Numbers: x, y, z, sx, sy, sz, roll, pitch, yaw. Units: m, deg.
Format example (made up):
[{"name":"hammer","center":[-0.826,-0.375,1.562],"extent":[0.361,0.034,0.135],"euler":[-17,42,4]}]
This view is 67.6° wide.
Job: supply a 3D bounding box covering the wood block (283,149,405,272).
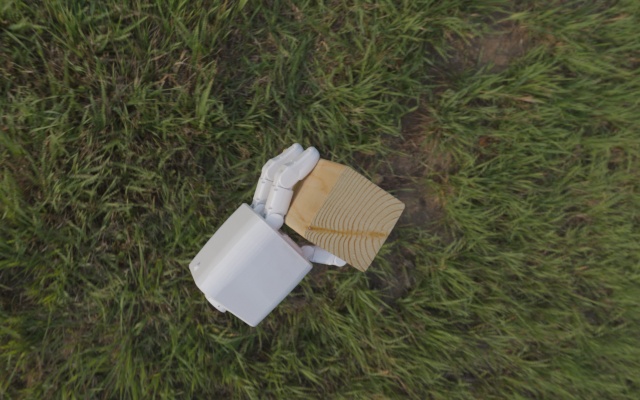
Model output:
[{"name":"wood block","center":[0.000,0.002,0.601],"extent":[0.091,0.090,0.206],"euler":[32,-2,-25]}]
